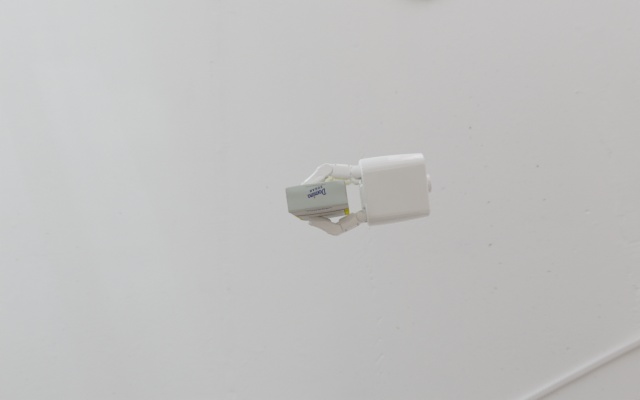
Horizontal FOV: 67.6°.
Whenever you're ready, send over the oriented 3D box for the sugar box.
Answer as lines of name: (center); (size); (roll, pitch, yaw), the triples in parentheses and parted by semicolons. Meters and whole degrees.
sugar box: (0.000, 0.002, 0.796); (0.093, 0.048, 0.176); (-8, -9, 3)
